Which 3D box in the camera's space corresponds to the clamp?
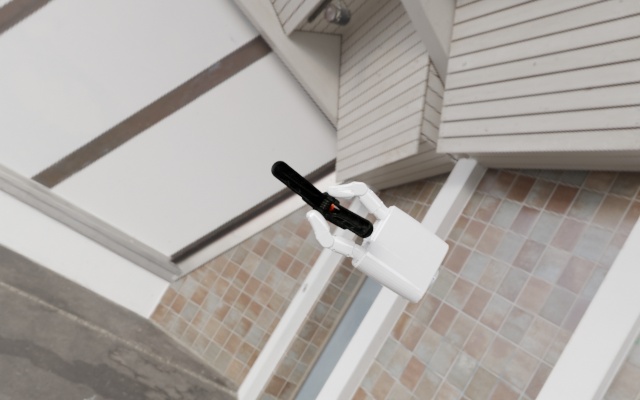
[{"bbox_3d":[0.001,0.002,0.733,0.164,0.036,0.210,36,-3,1],"label":"clamp"}]
